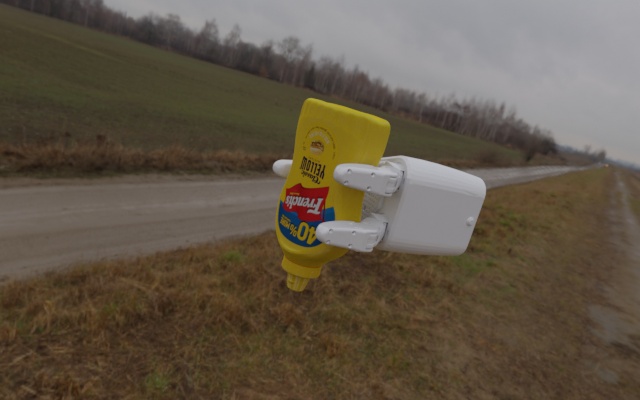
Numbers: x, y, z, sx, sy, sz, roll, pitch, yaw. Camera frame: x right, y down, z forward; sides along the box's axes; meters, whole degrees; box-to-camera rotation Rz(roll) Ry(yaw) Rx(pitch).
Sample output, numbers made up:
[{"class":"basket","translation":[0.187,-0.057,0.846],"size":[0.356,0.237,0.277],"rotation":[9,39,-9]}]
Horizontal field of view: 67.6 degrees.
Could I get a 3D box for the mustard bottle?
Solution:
[{"class":"mustard bottle","translation":[0.000,0.001,0.477],"size":[0.096,0.192,0.058],"rotation":[27,17,39]}]
